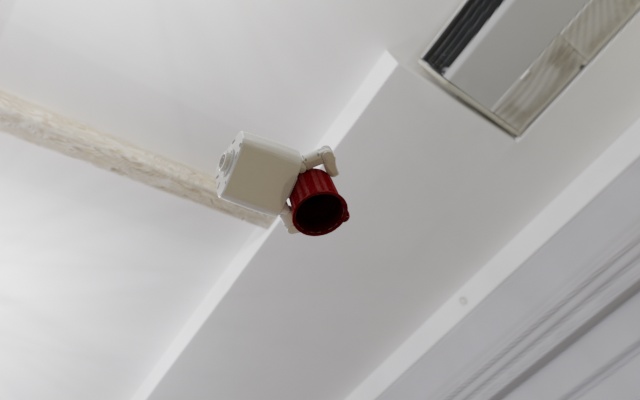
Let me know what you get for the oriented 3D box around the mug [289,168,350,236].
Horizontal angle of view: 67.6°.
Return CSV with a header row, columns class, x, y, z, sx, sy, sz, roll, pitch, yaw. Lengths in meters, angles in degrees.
class,x,y,z,sx,sy,sz,roll,pitch,yaw
mug,0.001,0.003,0.807,0.117,0.093,0.081,20,29,-29
